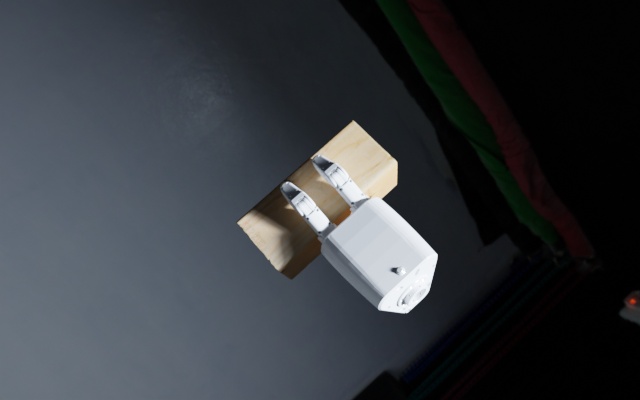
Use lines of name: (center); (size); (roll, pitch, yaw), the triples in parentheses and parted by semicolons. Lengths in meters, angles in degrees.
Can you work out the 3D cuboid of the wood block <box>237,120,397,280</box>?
wood block: (0.001, 0.002, 0.658); (0.206, 0.090, 0.091); (-41, -19, -6)
